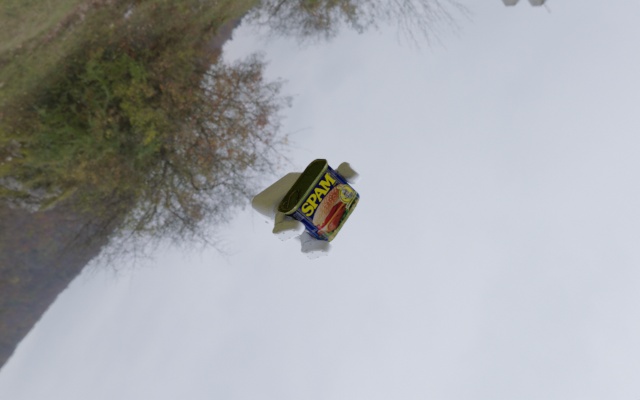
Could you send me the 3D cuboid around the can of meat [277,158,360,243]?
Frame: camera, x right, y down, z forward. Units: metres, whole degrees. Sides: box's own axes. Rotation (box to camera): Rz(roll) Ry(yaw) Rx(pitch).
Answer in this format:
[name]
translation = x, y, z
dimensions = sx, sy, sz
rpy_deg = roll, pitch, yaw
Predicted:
[can of meat]
translation = 0.000, 0.002, 0.719
dimensions = 0.084, 0.102, 0.057
rpy_deg = 42, -15, -25
